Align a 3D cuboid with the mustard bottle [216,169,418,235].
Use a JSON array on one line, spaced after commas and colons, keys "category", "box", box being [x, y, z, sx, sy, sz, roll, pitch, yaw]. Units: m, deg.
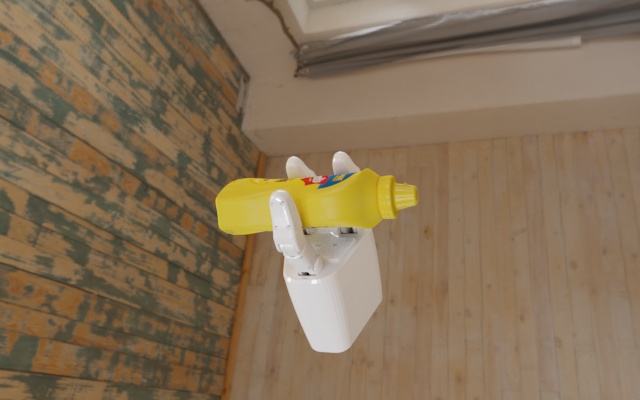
[{"category": "mustard bottle", "box": [0.000, 0.001, 0.478, 0.191, 0.058, 0.096, -3, 6, 20]}]
